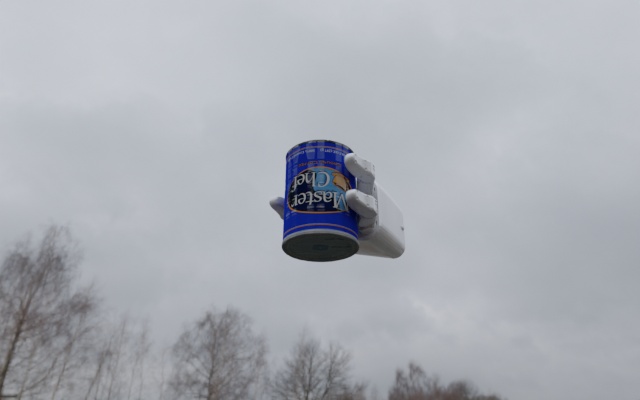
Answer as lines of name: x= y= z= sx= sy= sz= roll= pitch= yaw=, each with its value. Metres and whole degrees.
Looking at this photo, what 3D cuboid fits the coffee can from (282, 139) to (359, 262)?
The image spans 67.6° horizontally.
coffee can: x=0.000 y=0.002 z=0.661 sx=0.103 sy=0.140 sz=0.103 roll=0 pitch=-27 yaw=0
